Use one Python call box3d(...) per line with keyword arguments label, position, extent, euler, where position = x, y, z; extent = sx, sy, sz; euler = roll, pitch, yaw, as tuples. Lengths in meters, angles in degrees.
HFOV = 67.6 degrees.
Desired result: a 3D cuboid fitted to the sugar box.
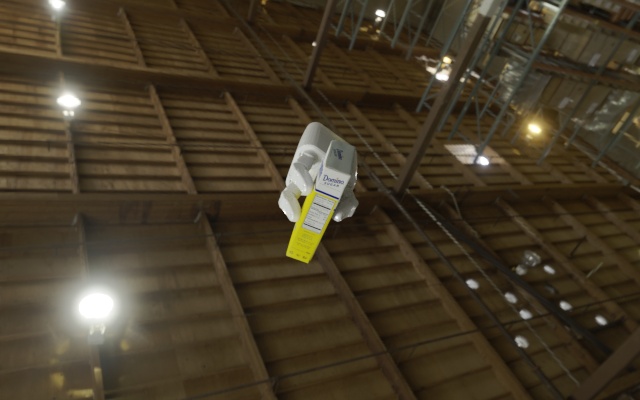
box3d(label="sugar box", position=(0.000, 0.002, 0.734), extent=(0.048, 0.176, 0.093), euler=(19, 33, -4))
